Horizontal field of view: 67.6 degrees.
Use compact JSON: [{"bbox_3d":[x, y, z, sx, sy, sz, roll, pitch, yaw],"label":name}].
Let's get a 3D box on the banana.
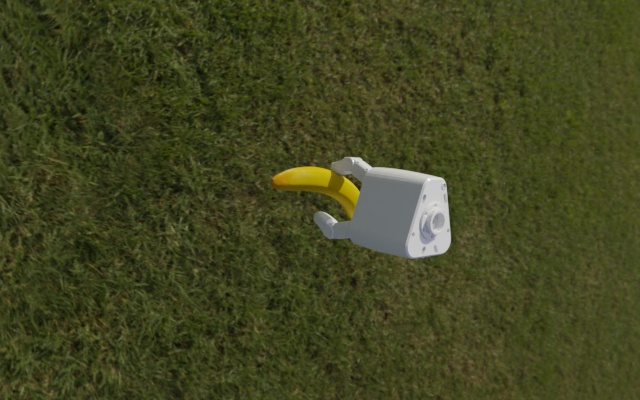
[{"bbox_3d":[0.010,-0.013,0.745,0.198,0.069,0.037,31,-7,-39],"label":"banana"}]
